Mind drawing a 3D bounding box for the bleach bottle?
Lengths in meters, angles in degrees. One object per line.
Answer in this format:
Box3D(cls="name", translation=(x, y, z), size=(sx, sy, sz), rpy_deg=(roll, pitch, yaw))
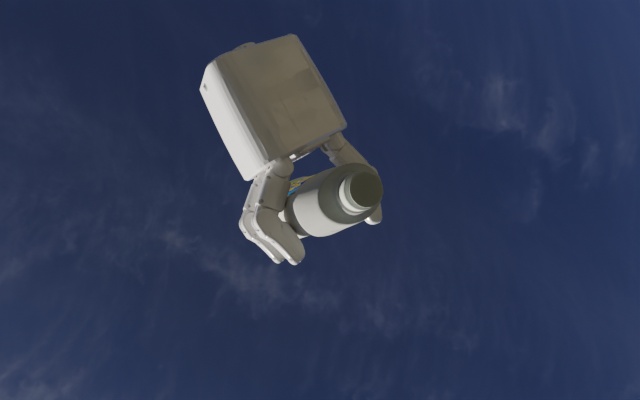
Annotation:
Box3D(cls="bleach bottle", translation=(0.000, 0.002, 0.485), size=(0.102, 0.068, 0.251), rpy_deg=(-28, 4, -21))
